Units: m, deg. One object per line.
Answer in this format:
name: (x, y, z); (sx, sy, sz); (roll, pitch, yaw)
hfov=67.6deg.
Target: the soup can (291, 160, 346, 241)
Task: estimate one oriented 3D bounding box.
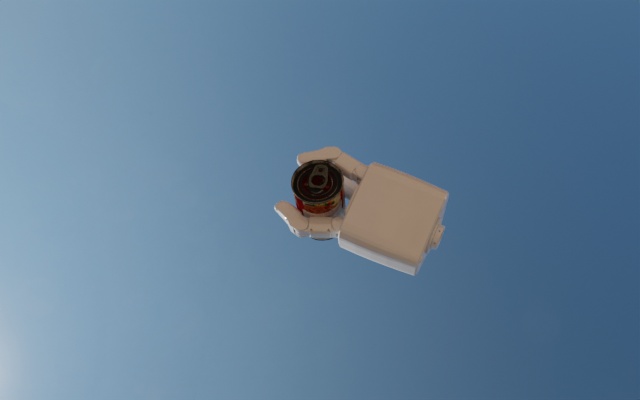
soup can: (0.000, 0.002, 0.648); (0.068, 0.068, 0.102); (0, -33, 6)
